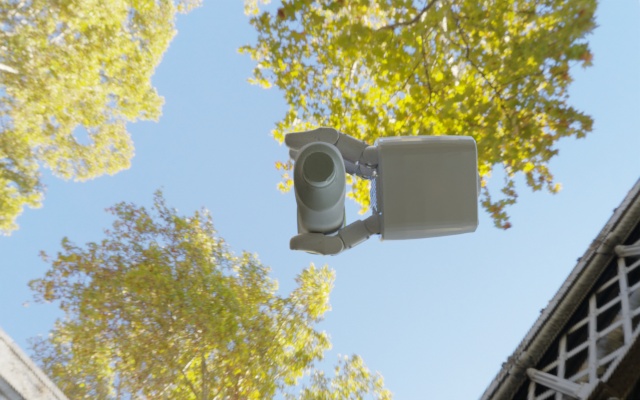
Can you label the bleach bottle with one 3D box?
[{"bbox_3d":[0.000,0.002,0.547,0.068,0.102,0.251,-3,-11,0],"label":"bleach bottle"}]
